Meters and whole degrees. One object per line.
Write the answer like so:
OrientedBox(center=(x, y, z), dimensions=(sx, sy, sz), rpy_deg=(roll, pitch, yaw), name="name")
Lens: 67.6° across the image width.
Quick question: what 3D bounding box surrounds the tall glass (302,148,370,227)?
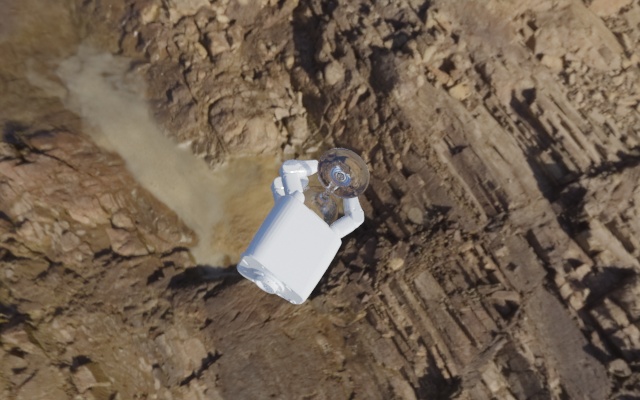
OrientedBox(center=(0.000, 0.002, 0.717), dimensions=(0.079, 0.079, 0.201), rpy_deg=(0, -23, -19), name="tall glass")
